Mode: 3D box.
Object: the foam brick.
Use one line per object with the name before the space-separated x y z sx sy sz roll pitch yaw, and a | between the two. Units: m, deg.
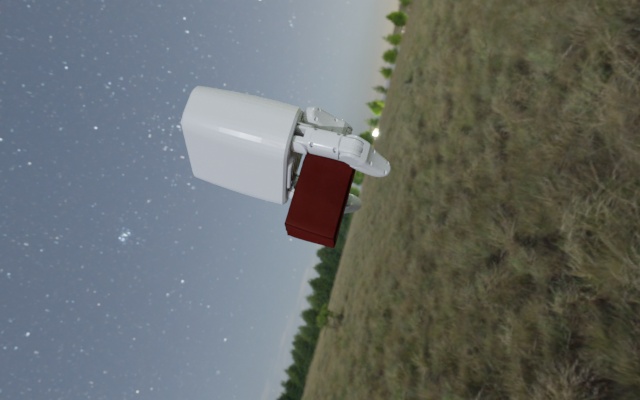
foam brick | 0.000 0.002 0.474 0.051 0.078 0.053 15 -16 3
